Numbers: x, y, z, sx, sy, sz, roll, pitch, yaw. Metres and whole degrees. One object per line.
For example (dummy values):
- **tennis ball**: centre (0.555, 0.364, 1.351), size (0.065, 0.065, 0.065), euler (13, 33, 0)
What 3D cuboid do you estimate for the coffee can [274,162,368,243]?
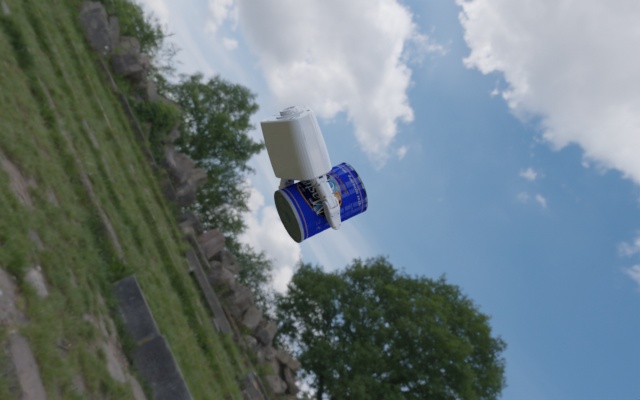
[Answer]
- **coffee can**: centre (0.000, 0.003, 0.871), size (0.140, 0.103, 0.103), euler (-24, 8, -19)
